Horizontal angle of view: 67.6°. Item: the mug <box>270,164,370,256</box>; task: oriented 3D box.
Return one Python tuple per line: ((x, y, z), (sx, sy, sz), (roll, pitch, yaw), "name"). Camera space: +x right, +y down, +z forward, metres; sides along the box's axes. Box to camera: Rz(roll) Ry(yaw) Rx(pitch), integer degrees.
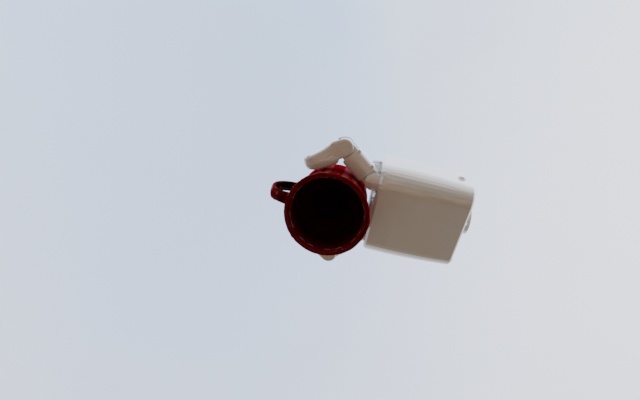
((-0.001, 0.001, 0.546), (0.117, 0.093, 0.081), (15, 17, 4), "mug")
